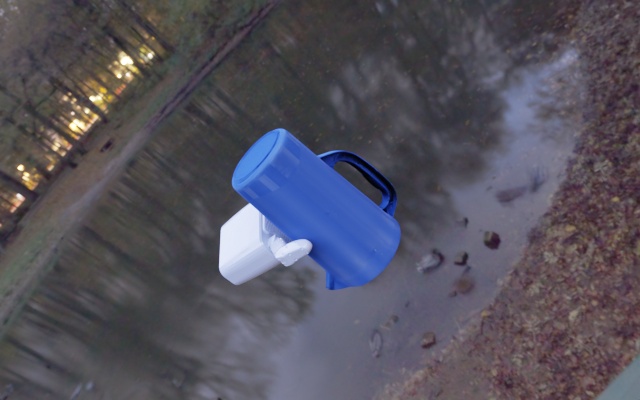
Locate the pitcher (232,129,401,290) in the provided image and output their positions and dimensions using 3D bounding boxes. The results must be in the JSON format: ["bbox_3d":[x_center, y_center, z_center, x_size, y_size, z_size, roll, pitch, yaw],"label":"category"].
[{"bbox_3d":[0.000,0.002,0.700,0.145,0.149,0.243,-33,-61,31],"label":"pitcher"}]
